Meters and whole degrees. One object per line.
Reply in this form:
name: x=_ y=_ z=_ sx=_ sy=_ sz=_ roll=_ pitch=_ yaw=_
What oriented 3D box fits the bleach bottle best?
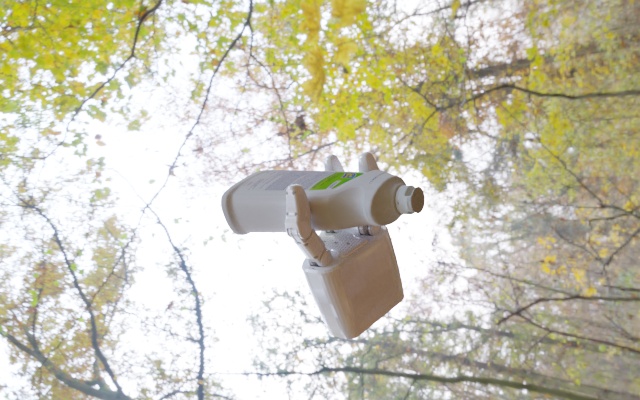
bleach bottle: x=0.000 y=0.002 z=0.566 sx=0.251 sy=0.068 sz=0.102 roll=1 pitch=29 yaw=40
